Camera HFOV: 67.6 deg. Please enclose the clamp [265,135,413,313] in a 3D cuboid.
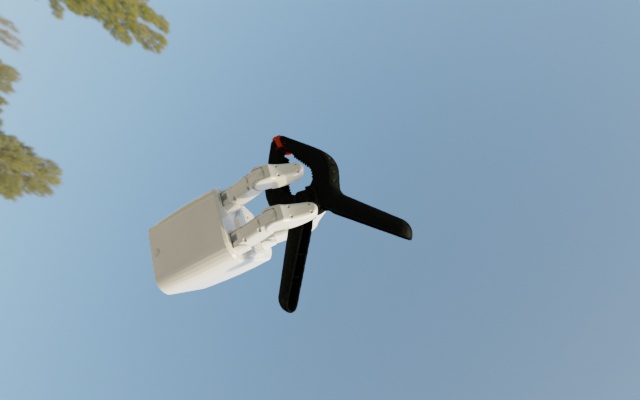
[{"bbox_3d":[0.000,0.002,0.550,0.164,0.210,0.036,-27,-29,13],"label":"clamp"}]
